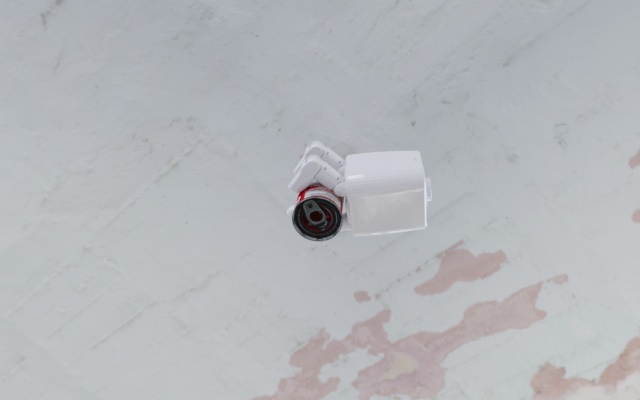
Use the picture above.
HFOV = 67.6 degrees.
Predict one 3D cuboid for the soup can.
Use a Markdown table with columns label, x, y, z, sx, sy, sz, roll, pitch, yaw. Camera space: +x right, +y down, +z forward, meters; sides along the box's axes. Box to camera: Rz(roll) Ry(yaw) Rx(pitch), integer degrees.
| label | x | y | z | sx | sy | sz | roll | pitch | yaw |
| --- | --- | --- | --- | --- | --- | --- | --- | --- | --- |
| soup can | 0.000 | 0.002 | 0.675 | 0.068 | 0.068 | 0.102 | 0 | 28 | 6 |
